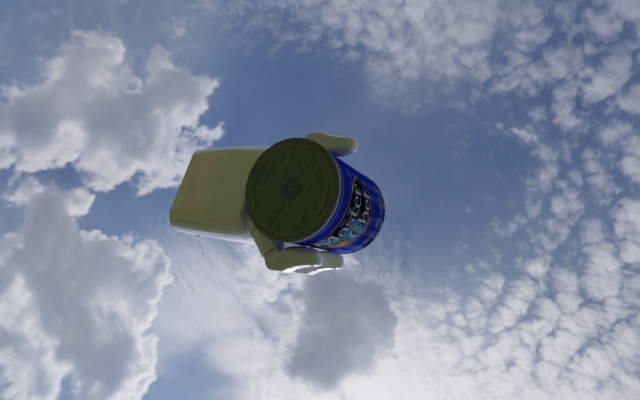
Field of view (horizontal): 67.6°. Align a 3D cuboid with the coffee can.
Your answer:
[{"bbox_3d":[0.000,0.002,0.517,0.103,0.103,0.140,0,-11,26],"label":"coffee can"}]
